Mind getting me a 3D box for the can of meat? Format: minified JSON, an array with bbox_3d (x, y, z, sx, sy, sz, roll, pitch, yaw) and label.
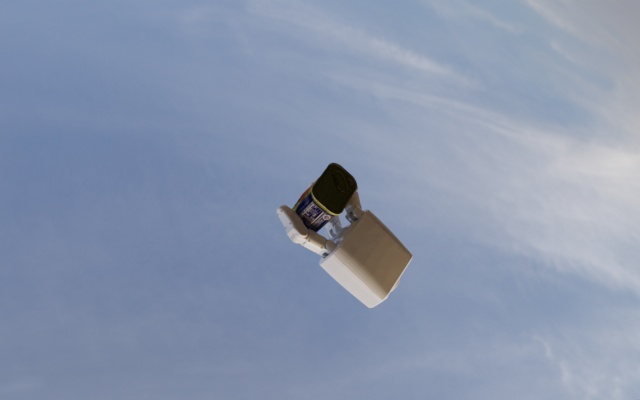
[{"bbox_3d":[0.000,0.003,0.735,0.084,0.057,0.102,-44,8,40],"label":"can of meat"}]
